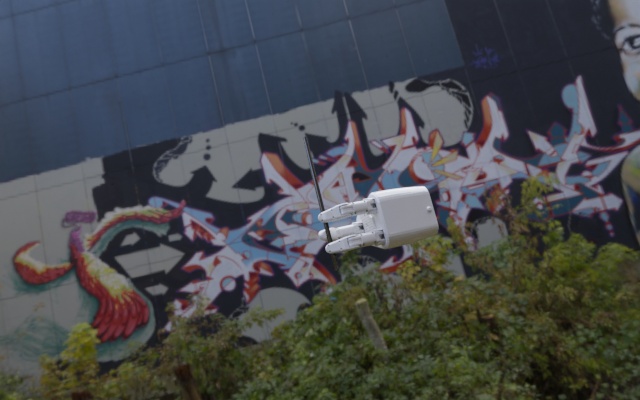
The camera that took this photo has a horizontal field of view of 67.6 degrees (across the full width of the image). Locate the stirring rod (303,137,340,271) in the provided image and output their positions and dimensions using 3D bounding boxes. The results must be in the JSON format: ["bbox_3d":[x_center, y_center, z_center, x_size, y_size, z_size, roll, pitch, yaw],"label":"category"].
[{"bbox_3d":[0.000,0.003,0.829,0.011,0.239,0.011,-13,-10,-2],"label":"stirring rod"}]
